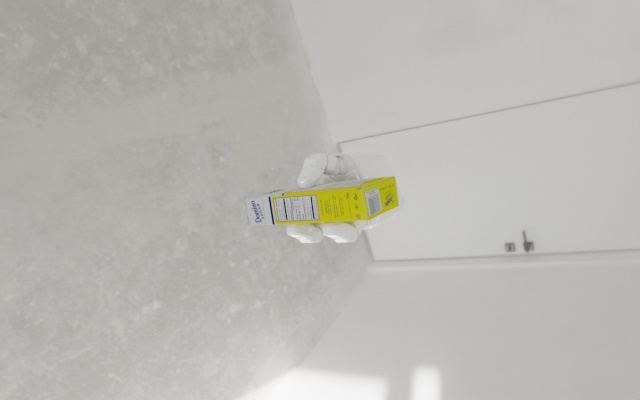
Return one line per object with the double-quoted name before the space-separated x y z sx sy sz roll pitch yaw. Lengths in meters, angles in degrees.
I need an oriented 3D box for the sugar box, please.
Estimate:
"sugar box" 0.000 0.003 0.612 0.176 0.048 0.093 -7 5 34
